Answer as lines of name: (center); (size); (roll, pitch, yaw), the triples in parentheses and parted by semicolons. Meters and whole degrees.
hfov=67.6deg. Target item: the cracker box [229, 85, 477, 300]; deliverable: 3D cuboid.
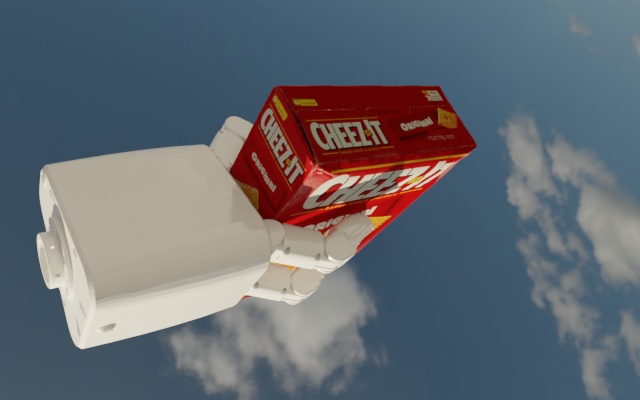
cracker box: (0.000, 0.001, 0.403); (0.164, 0.072, 0.214); (-11, -25, -38)
